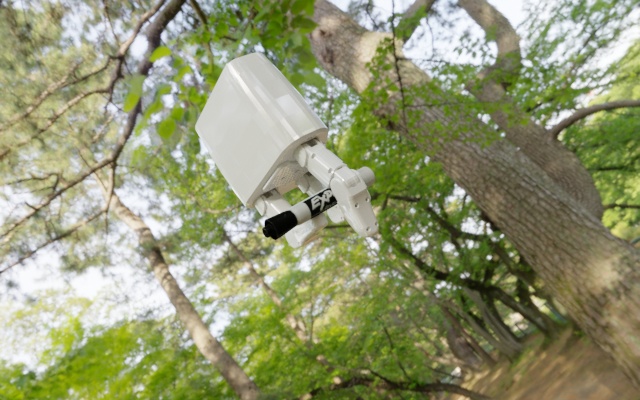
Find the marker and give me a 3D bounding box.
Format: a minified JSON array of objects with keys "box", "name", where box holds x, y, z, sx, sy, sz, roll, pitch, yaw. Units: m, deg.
[{"box":[0.000,0.001,0.415,0.121,0.020,0.020,-29,16,-32],"name":"marker"}]
